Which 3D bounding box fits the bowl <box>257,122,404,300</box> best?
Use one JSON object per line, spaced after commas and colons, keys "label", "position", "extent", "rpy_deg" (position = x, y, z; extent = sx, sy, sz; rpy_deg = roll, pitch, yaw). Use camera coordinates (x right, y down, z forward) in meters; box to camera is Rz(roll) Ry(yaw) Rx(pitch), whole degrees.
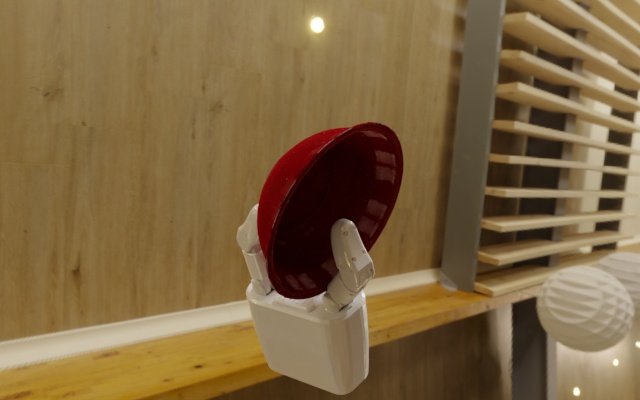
{"label": "bowl", "position": [0.000, 0.000, 0.404], "extent": [0.055, 0.162, 0.162], "rpy_deg": [33, 19, 33]}
